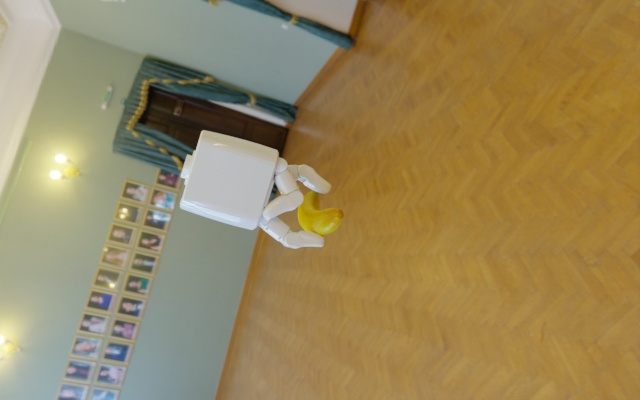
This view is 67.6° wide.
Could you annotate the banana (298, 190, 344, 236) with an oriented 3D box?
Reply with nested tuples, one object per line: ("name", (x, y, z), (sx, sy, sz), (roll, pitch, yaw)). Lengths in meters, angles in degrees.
("banana", (-0.007, 0.019, 0.731), (0.037, 0.069, 0.197), (16, 12, -15))
